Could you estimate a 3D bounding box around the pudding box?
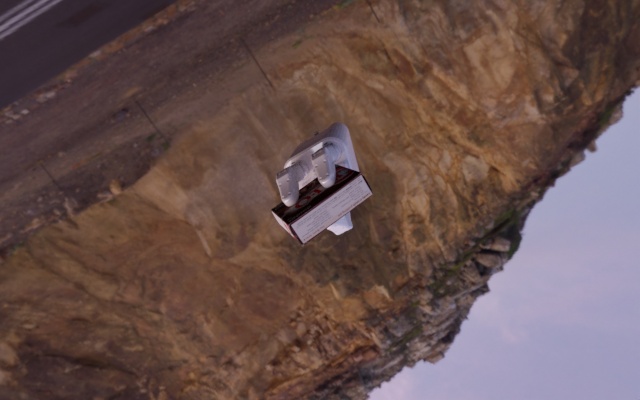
[{"bbox_3d":[0.000,0.002,0.609,0.113,0.039,0.090,-38,19,-9],"label":"pudding box"}]
